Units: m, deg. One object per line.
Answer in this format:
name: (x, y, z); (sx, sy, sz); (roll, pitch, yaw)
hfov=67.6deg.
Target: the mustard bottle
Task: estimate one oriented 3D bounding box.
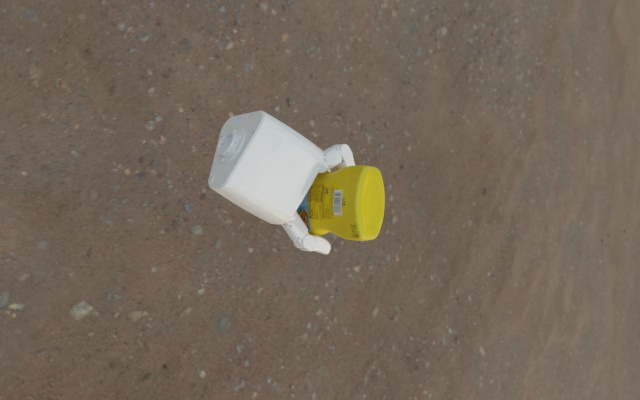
mustard bottle: (0.001, 0.002, 0.671); (0.058, 0.096, 0.191); (0, 1, -43)
